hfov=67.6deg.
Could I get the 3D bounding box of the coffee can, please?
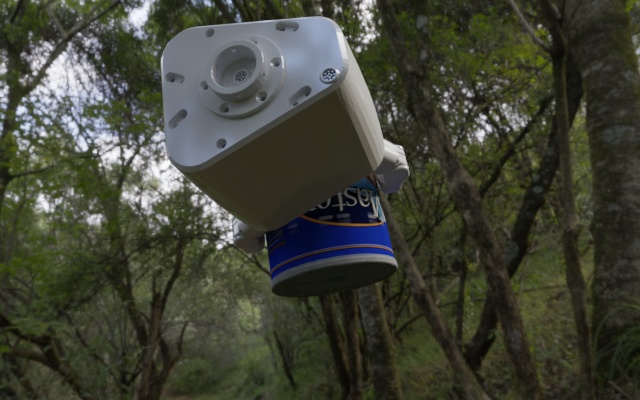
[{"bbox_3d":[0.000,0.002,0.407,0.103,0.140,0.103,-9,-21,-4],"label":"coffee can"}]
